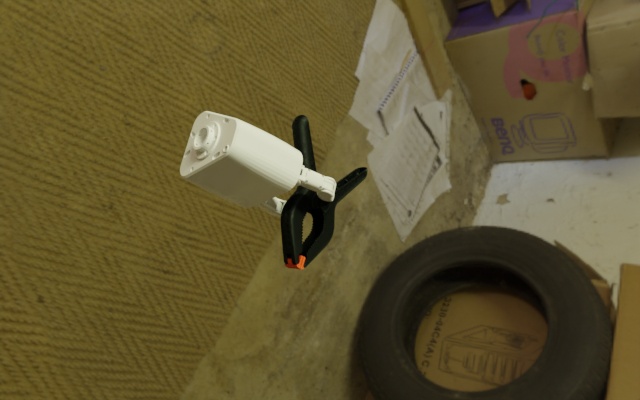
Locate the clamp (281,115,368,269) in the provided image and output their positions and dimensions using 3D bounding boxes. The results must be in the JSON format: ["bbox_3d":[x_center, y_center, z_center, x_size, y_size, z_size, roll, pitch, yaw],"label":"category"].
[{"bbox_3d":[0.000,0.003,0.699,0.036,0.210,0.164,-3,-21,45],"label":"clamp"}]
